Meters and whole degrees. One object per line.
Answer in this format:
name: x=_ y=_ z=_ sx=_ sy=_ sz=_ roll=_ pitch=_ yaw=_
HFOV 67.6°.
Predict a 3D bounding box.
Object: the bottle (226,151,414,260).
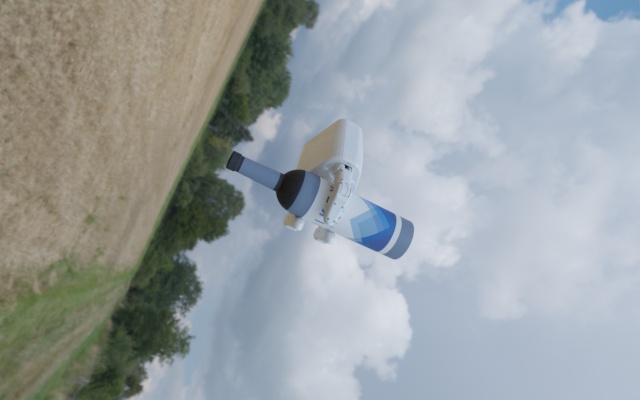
bottle: x=0.000 y=0.002 z=0.712 sx=0.296 sy=0.069 sz=0.069 roll=25 pitch=-7 yaw=-16
